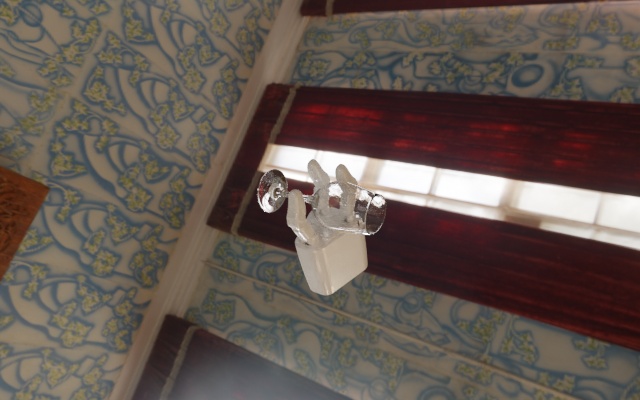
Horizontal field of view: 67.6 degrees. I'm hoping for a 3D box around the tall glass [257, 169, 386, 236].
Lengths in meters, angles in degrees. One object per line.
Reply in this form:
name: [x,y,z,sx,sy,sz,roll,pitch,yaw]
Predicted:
tall glass: [-0.001,0.002,0.743,0.201,0.079,0.079,13,7,34]
